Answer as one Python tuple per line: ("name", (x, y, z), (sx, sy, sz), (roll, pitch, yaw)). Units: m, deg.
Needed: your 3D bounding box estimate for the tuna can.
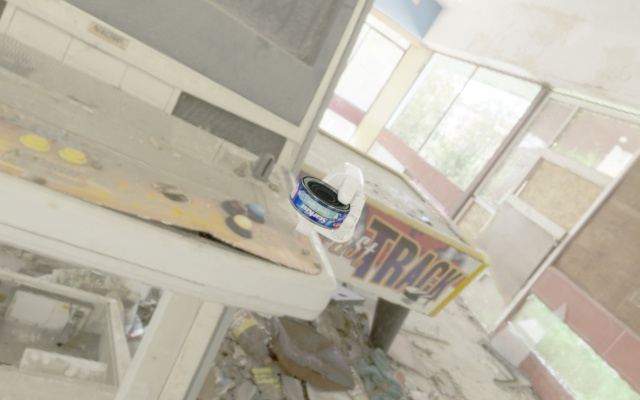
("tuna can", (0.000, 0.002, 0.678), (0.086, 0.034, 0.086), (29, 20, -12))
